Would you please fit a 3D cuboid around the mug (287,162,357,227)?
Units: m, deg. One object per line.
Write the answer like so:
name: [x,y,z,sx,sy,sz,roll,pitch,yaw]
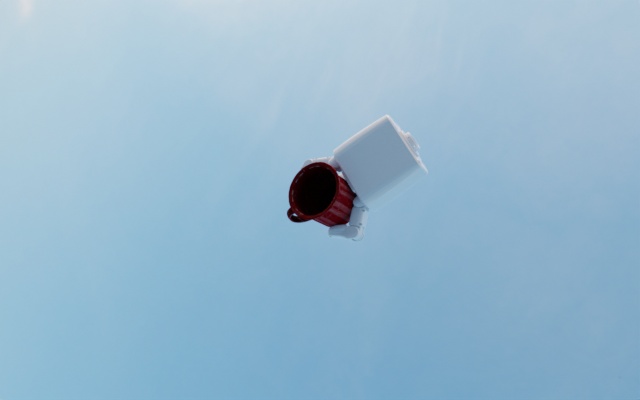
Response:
mug: [-0.001,0.003,0.765,0.117,0.093,0.081,-35,-32,18]
